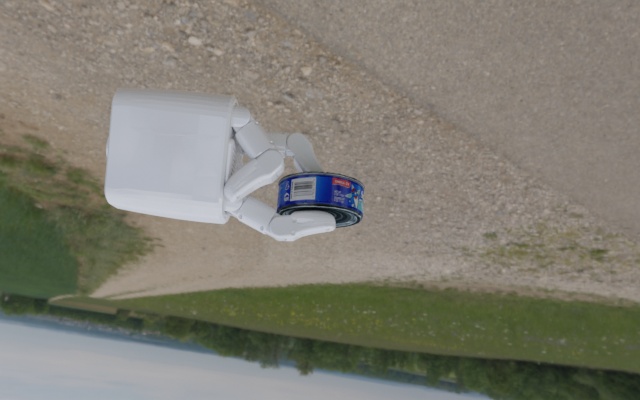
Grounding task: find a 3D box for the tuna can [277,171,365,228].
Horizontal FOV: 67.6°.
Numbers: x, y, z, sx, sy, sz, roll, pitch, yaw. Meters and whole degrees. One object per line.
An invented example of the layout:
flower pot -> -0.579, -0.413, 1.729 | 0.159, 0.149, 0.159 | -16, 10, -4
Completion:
tuna can -> 0.000, 0.002, 0.470 | 0.086, 0.033, 0.086 | 3, -17, 1
